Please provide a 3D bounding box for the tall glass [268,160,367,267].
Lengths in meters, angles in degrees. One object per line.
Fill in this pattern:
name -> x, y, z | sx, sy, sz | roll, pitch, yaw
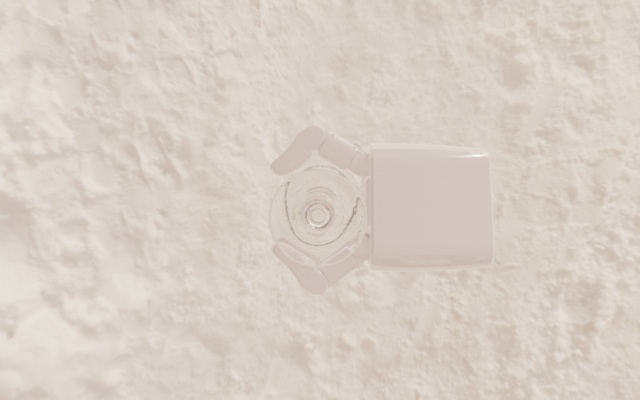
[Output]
tall glass -> 0.000, 0.002, 0.454 | 0.079, 0.079, 0.201 | 0, 7, 1
